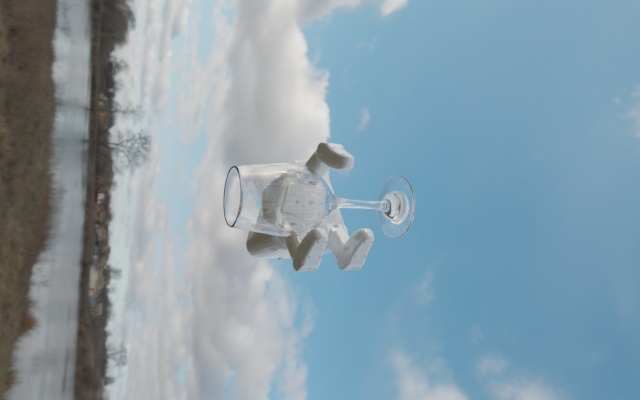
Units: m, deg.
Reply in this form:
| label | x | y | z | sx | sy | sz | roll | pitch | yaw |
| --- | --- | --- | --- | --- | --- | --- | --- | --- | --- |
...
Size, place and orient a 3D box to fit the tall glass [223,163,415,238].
| label | x | y | z | sx | sy | sz | roll | pitch | yaw |
| --- | --- | --- | --- | --- | --- | --- | --- | --- | --- |
| tall glass | 0.001 | 0.002 | 0.520 | 0.201 | 0.079 | 0.079 | 4 | -2 | -27 |
